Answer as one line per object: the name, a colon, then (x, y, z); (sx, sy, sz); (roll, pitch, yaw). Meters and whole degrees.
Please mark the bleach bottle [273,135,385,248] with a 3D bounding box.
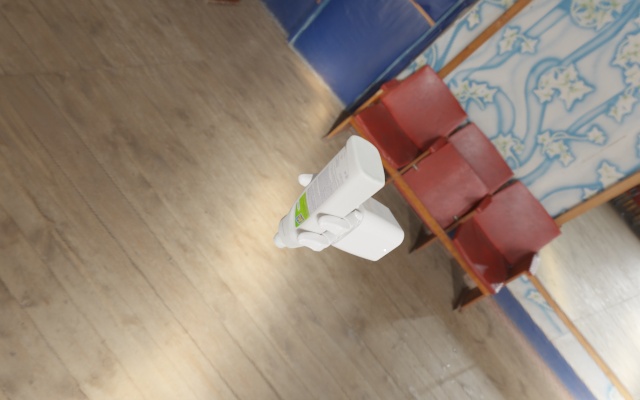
bleach bottle: (0.000, 0.003, 0.834); (0.068, 0.102, 0.251); (25, -49, -32)
